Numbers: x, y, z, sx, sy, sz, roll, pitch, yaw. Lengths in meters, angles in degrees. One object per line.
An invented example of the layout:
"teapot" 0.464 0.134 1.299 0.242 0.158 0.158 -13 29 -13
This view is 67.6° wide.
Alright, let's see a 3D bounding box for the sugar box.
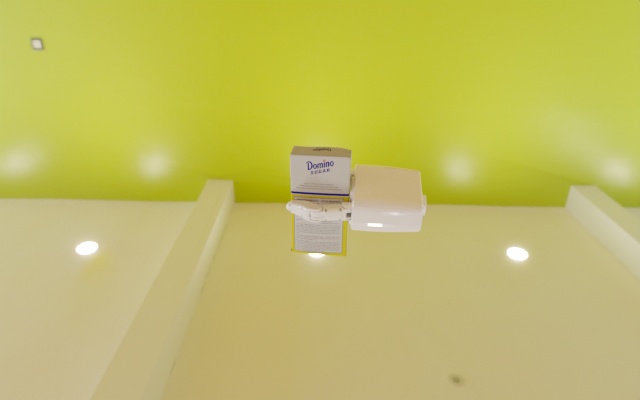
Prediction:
"sugar box" 0.000 0.002 0.760 0.093 0.176 0.048 4 25 4
